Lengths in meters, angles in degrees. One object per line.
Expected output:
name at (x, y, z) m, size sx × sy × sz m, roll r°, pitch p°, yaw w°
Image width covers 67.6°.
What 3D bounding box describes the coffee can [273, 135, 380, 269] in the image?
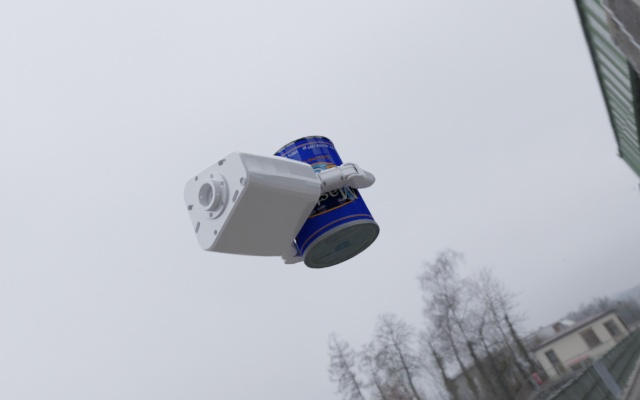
coffee can at (0.000, 0.002, 0.617) m, size 0.103 × 0.140 × 0.103 m, roll -20°, pitch -28°, yaw -11°
